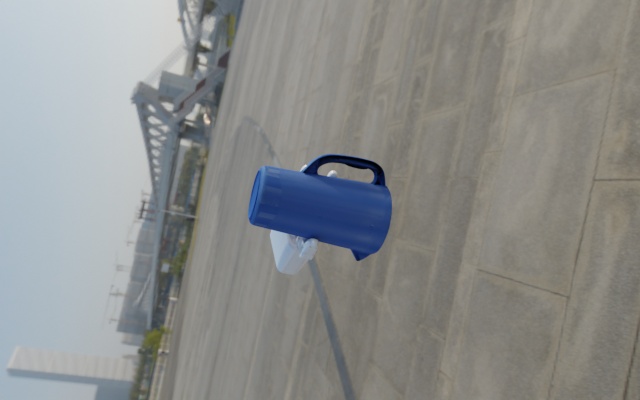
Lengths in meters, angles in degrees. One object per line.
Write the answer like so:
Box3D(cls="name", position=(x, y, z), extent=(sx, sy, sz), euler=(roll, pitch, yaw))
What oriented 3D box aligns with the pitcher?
Box3D(cls="pitcher", position=(0.000, 0.003, 0.868), extent=(0.243, 0.149, 0.145), euler=(12, -38, -14))
